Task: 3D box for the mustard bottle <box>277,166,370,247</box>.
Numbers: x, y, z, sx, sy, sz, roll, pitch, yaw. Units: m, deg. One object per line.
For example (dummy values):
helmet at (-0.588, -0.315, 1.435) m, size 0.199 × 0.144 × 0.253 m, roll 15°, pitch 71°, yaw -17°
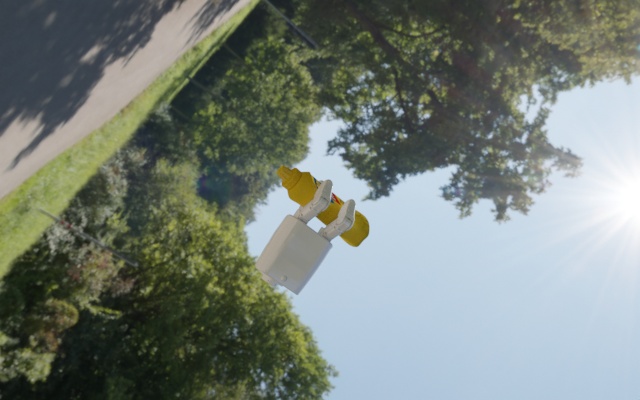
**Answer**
mustard bottle at (0.001, 0.003, 0.850) m, size 0.192 × 0.058 × 0.096 m, roll 38°, pitch 13°, yaw -20°
